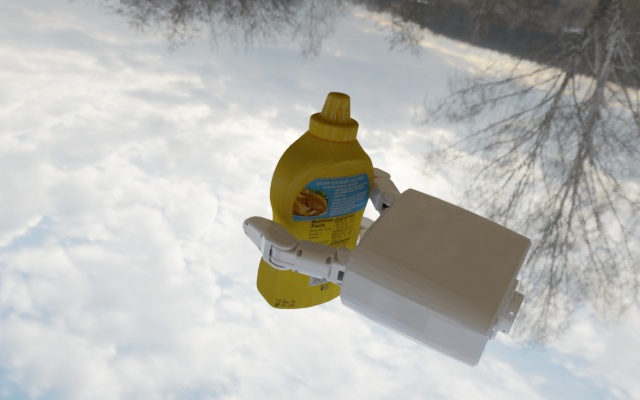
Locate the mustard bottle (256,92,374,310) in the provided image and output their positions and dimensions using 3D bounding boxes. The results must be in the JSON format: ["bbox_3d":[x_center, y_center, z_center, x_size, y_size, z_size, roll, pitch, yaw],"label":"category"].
[{"bbox_3d":[0.000,0.001,0.419,0.096,0.192,0.058,-8,31,-33],"label":"mustard bottle"}]
